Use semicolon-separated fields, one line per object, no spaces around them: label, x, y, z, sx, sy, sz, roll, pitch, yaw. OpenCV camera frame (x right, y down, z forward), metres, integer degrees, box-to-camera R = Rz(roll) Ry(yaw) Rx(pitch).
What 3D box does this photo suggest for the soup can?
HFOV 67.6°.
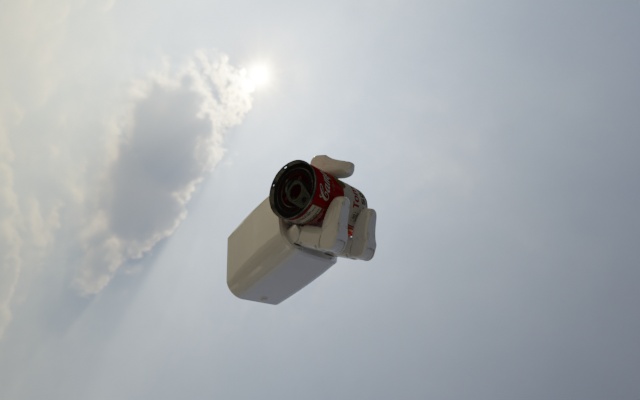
soup can;0.001;0.002;0.554;0.068;0.068;0.102;0;-16;41
